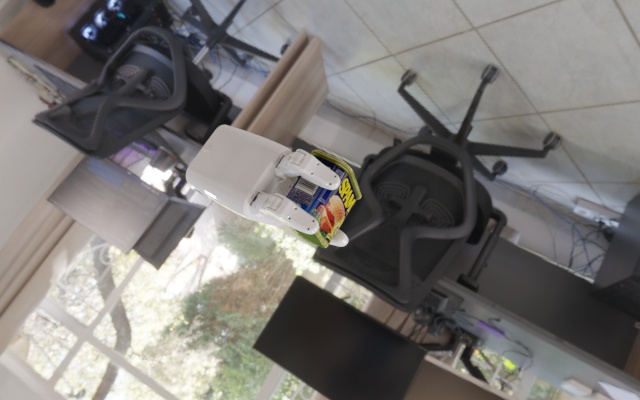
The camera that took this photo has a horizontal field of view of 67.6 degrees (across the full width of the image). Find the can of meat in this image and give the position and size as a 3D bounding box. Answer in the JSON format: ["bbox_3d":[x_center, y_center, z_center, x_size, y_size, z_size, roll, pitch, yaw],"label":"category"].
[{"bbox_3d":[0.000,0.002,0.579,0.057,0.084,0.102,26,-16,23],"label":"can of meat"}]
